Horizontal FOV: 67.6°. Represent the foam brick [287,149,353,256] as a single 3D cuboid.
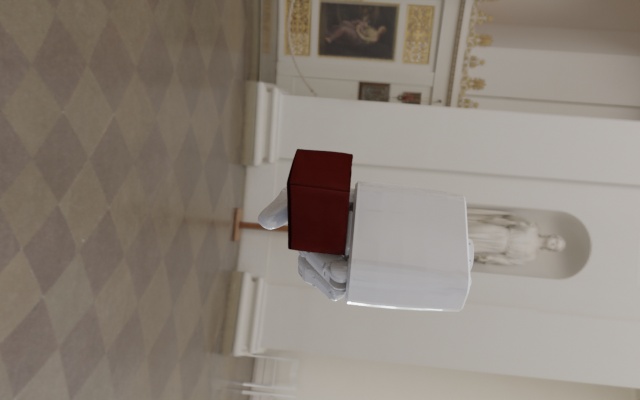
[{"bbox_3d":[0.000,0.001,0.418,0.051,0.078,0.053,5,42,4],"label":"foam brick"}]
